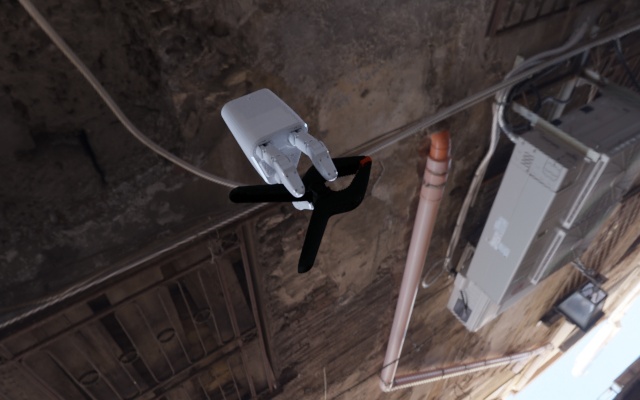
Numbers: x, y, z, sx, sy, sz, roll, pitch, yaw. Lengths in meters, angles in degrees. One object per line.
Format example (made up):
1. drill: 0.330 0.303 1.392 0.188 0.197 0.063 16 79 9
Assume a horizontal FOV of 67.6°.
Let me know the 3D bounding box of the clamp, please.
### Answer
1. clamp: 0.000 0.002 0.674 0.210 0.164 0.036 -27 -31 -22
